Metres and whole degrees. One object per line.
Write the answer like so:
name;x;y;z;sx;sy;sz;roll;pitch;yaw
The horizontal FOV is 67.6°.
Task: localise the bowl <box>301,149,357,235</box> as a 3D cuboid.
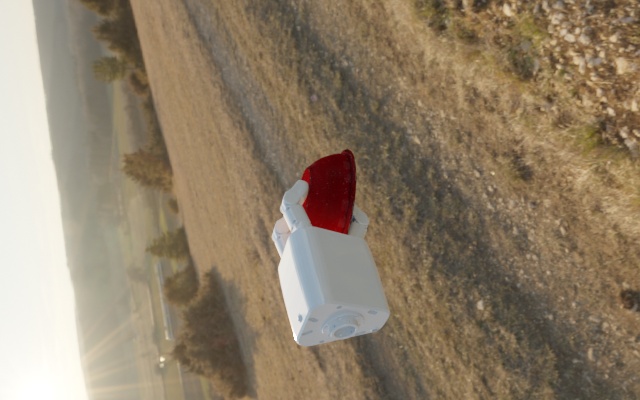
bowl;0.000;0.001;0.677;0.055;0.162;0.162;10;-2;-12
